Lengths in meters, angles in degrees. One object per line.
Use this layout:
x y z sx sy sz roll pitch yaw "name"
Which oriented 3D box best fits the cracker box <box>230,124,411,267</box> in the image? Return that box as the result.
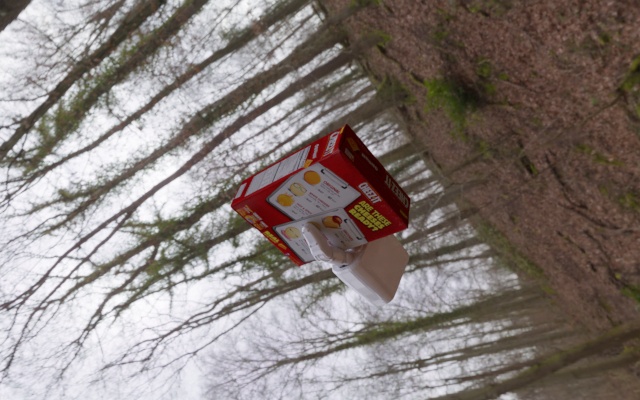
0.000 0.003 0.713 0.214 0.072 0.164 -25 -56 34 "cracker box"
